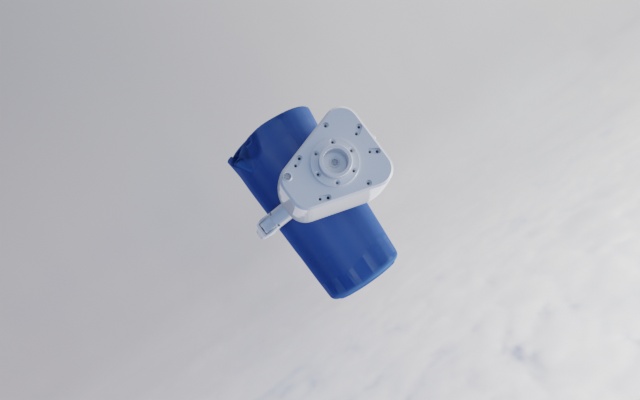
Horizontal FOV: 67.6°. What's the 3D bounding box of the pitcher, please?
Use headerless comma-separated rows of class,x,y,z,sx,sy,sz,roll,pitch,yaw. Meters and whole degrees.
pitcher,0.000,0.002,0.652,0.149,0.243,0.145,-34,-4,-7
